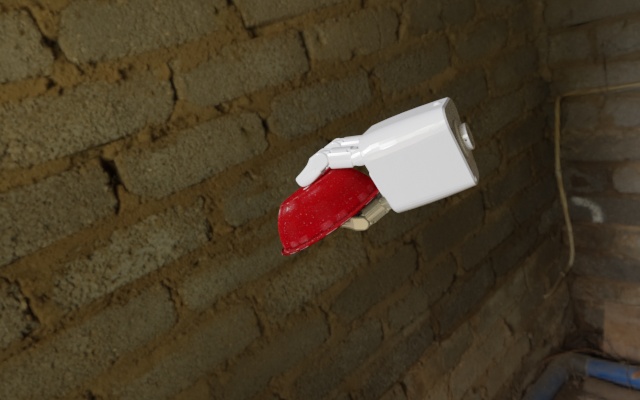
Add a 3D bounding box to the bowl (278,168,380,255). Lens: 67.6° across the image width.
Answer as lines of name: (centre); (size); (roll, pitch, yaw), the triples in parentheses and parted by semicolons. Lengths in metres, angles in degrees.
bowl: (-0.001, 0.002, 0.625); (0.162, 0.055, 0.162); (-35, 7, 5)
